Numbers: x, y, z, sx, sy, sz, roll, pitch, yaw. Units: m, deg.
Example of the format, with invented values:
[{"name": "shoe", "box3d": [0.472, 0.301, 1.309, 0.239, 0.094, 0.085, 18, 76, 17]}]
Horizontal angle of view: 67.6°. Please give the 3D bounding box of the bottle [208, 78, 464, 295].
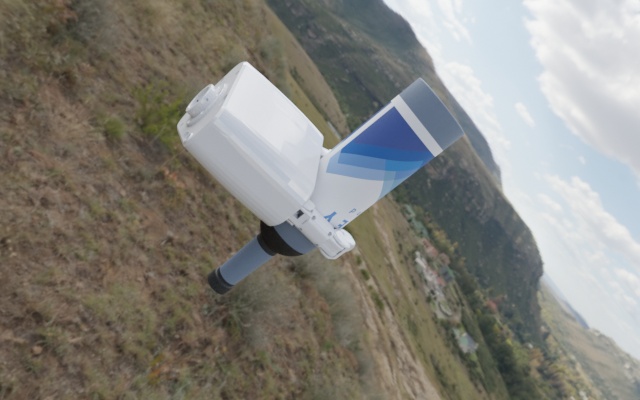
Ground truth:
[{"name": "bottle", "box3d": [0.000, 0.001, 0.475, 0.296, 0.069, 0.069, -38, -12, 15]}]
